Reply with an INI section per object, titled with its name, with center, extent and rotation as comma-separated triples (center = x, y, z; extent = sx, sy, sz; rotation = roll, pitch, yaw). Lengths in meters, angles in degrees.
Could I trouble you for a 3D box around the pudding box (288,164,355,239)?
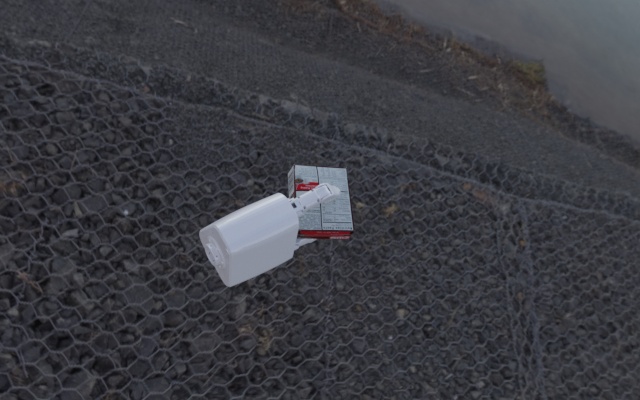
[pudding box]
center = 0.000, 0.002, 0.726
extent = 0.090, 0.113, 0.039
rotation = 3, -24, -17
